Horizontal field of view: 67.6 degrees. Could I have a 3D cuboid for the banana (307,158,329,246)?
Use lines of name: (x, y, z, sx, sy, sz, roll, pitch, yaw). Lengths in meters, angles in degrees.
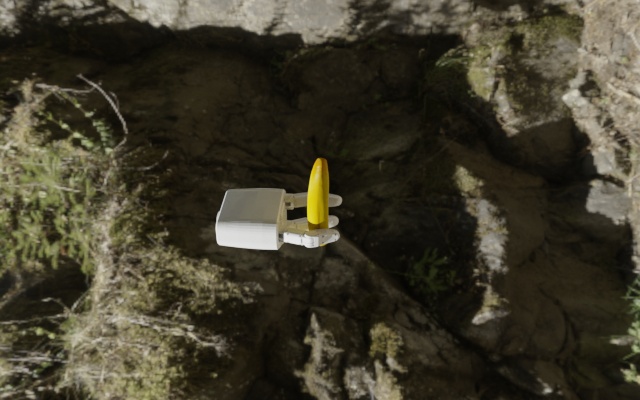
banana: (-0.002, 0.019, 0.815, 0.037, 0.069, 0.198, 3, -42, 7)
